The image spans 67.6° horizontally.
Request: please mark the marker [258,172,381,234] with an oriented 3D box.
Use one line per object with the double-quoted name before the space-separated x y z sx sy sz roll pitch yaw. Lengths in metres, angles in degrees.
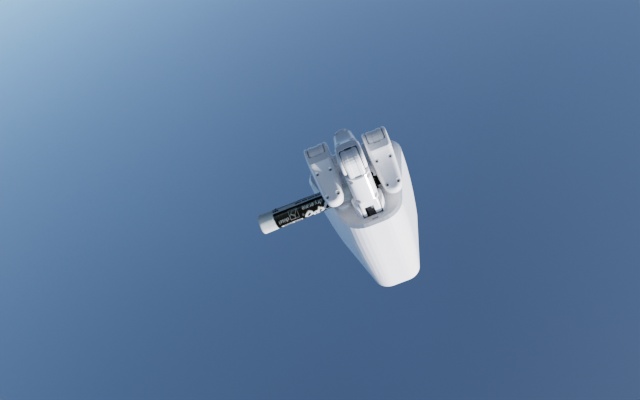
"marker" 0.000 0.001 0.445 0.121 0.020 0.020 -21 -3 7
